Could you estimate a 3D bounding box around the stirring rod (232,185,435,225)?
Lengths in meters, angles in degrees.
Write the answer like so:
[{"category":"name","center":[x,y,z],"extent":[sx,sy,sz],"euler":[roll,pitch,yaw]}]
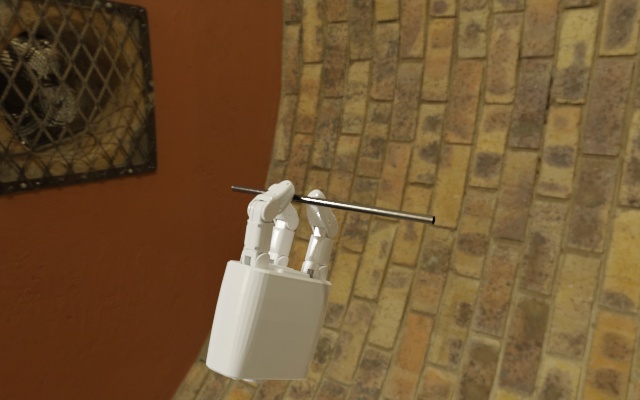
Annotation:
[{"category":"stirring rod","center":[0.000,0.002,0.486],"extent":[0.239,0.011,0.011],"euler":[9,5,33]}]
